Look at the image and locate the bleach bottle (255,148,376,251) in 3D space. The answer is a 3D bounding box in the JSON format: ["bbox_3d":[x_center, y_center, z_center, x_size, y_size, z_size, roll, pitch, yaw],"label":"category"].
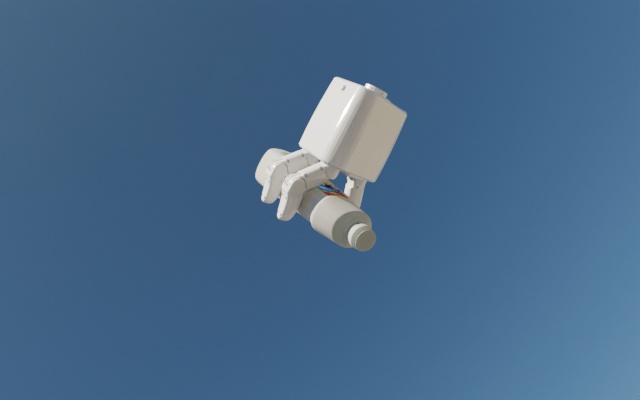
[{"bbox_3d":[0.000,0.002,0.658,0.102,0.068,0.250,22,10,-36],"label":"bleach bottle"}]
